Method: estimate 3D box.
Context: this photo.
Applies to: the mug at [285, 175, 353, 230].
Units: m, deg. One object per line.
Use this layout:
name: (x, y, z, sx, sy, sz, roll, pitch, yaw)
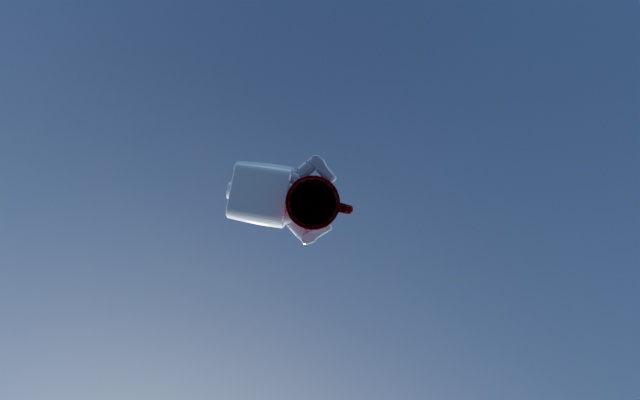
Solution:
mug: (0.002, 0.003, 0.844, 0.117, 0.093, 0.081, 11, 6, 1)
